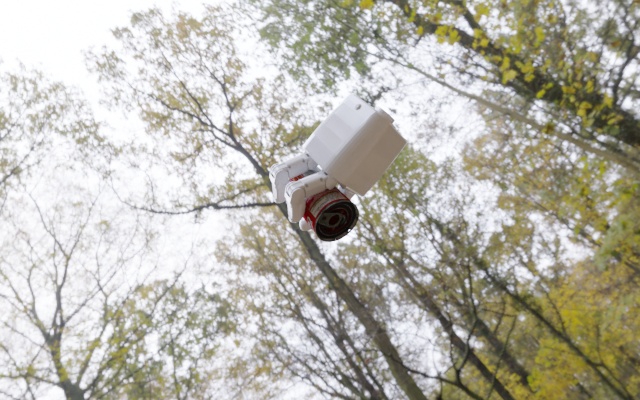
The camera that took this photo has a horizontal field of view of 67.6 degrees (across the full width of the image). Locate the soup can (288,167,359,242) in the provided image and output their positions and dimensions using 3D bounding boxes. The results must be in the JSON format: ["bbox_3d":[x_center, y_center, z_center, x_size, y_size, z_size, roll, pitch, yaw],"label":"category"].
[{"bbox_3d":[0.000,0.002,0.683,0.068,0.068,0.102,0,32,-33],"label":"soup can"}]
